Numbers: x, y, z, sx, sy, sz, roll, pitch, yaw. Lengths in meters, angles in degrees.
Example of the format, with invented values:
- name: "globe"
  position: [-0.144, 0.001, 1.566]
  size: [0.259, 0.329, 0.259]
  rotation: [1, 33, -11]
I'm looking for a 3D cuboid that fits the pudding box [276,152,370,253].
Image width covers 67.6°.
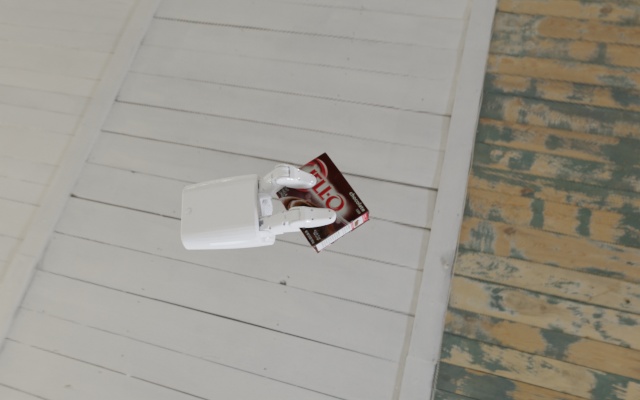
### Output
- name: "pudding box"
  position: [0.000, 0.002, 0.652]
  size: [0.090, 0.113, 0.039]
  rotation: [-33, -22, -5]
